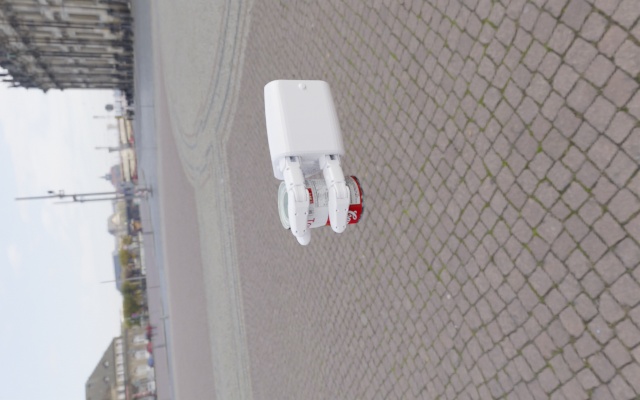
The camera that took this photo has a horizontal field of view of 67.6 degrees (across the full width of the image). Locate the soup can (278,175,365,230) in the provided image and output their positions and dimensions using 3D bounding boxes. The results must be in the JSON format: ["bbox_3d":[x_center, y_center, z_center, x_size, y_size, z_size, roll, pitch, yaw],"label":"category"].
[{"bbox_3d":[0.000,0.003,0.649,0.102,0.068,0.068,-4,1,-21],"label":"soup can"}]
